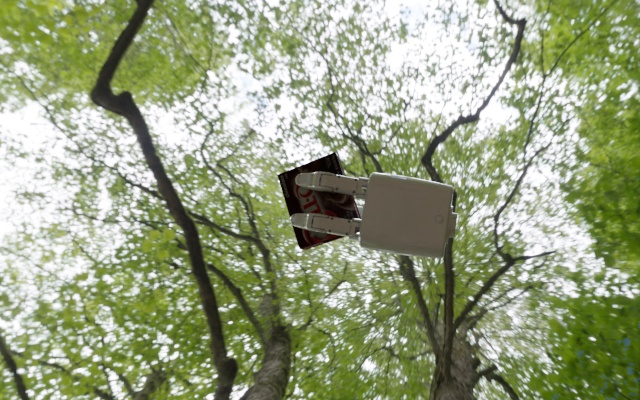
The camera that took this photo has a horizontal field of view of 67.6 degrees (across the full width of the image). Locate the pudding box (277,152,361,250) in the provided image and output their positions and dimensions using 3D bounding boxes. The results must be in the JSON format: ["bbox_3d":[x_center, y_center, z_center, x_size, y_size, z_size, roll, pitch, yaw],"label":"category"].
[{"bbox_3d":[0.000,0.002,0.660,0.090,0.113,0.039,-20,-14,12],"label":"pudding box"}]
